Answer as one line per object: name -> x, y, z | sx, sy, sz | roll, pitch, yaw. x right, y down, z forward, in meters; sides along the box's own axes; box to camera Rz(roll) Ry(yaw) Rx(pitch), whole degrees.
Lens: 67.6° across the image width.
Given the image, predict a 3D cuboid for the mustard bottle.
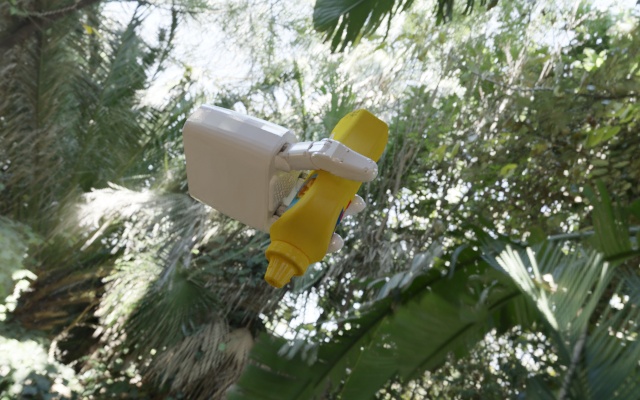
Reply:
mustard bottle -> 0.000, 0.002, 0.470 | 0.058, 0.191, 0.096 | 34, -29, -4
